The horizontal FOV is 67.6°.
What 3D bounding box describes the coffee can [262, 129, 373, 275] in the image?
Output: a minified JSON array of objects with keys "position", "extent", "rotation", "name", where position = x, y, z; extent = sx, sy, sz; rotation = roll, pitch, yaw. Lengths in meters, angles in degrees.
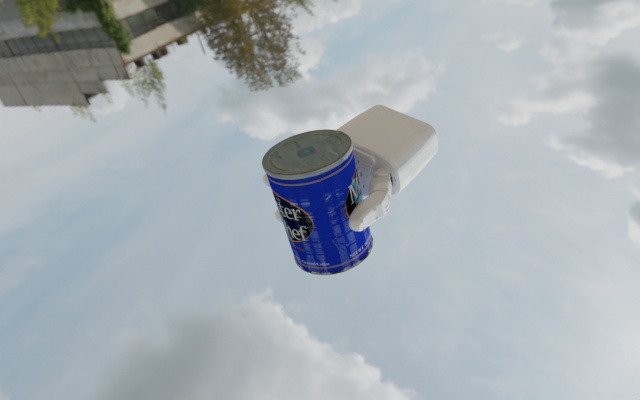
[{"position":[0.000,0.002,0.563],"extent":[0.103,0.140,0.102],"rotation":[-11,32,7],"name":"coffee can"}]
